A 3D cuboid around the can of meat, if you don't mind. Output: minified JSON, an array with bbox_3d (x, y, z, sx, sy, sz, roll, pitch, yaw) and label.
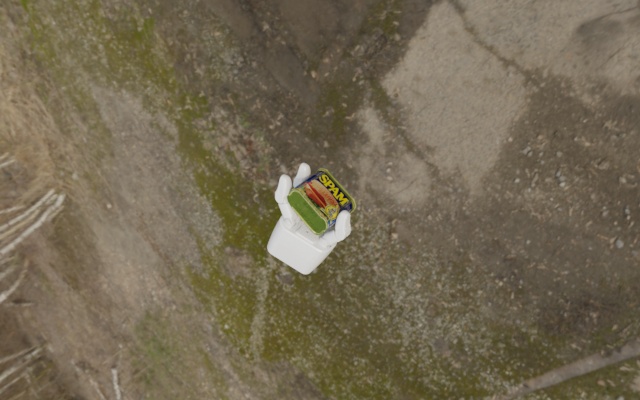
[{"bbox_3d":[0.000,0.003,0.877,0.084,0.102,0.057,-36,-9,-39],"label":"can of meat"}]
